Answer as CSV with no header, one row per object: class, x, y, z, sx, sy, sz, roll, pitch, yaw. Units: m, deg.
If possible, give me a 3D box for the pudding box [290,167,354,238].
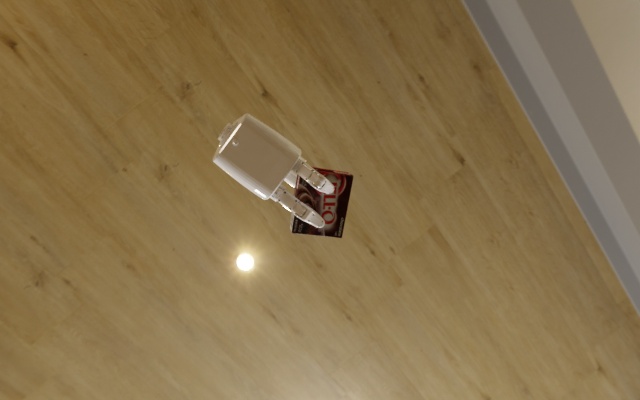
pudding box,0.000,0.003,0.805,0.090,0.113,0.039,7,14,-14
